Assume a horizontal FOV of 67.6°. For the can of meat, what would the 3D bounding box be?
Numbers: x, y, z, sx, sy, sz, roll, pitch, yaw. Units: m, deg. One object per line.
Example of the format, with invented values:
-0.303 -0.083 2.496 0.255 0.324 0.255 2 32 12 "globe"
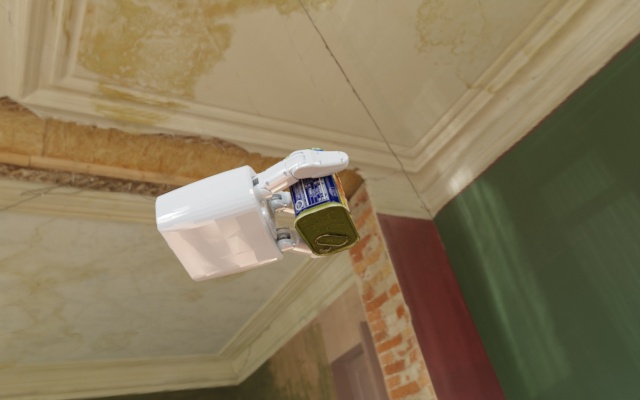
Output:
0.000 0.001 0.534 0.057 0.084 0.102 -20 -33 6 "can of meat"
